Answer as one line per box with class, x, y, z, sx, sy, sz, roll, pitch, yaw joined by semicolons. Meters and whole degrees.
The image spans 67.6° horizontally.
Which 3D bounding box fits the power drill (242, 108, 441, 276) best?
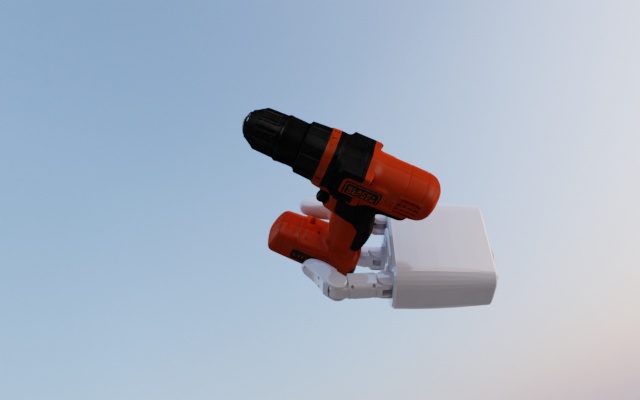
power drill;0.000;0.002;0.478;0.184;0.057;0.188;24;-34;-2
